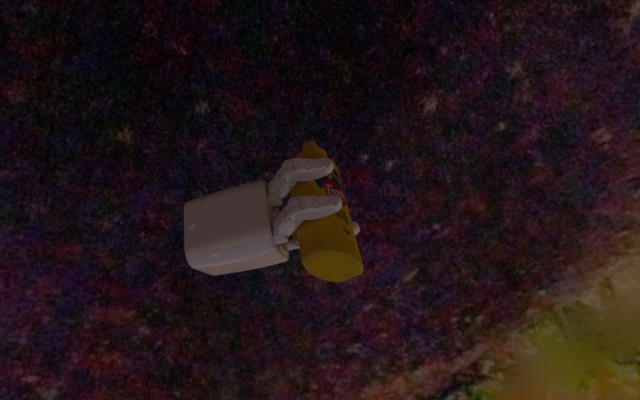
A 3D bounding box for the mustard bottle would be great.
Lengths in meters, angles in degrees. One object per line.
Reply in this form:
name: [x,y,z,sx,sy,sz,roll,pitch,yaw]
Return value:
mustard bottle: [0.000,0.002,0.605,0.058,0.191,0.096,-28,-37,23]
